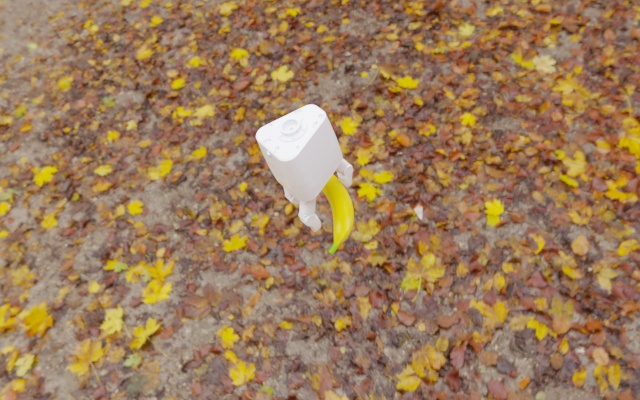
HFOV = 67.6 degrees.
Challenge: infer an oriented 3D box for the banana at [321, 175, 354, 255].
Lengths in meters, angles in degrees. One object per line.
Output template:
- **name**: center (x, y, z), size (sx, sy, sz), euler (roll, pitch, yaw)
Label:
- **banana**: center (0.018, -0.001, 0.860), size (0.069, 0.197, 0.037), euler (-22, -36, 7)
